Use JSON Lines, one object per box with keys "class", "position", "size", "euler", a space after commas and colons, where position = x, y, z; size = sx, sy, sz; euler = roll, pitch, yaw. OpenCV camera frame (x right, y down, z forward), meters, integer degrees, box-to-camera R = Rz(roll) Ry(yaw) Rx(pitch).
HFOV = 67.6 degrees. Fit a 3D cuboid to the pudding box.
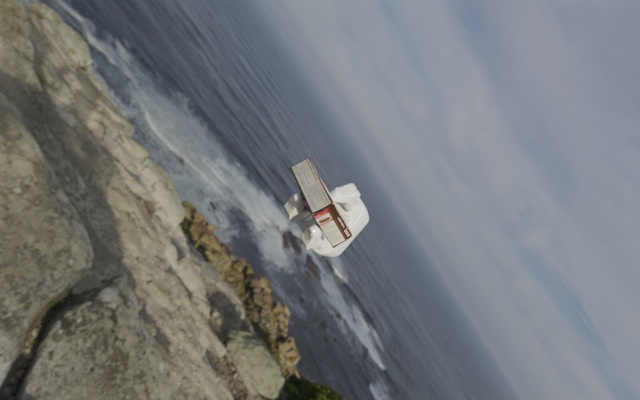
{"class": "pudding box", "position": [0.000, 0.002, 0.722], "size": [0.039, 0.113, 0.090], "euler": [-31, -44, 2]}
